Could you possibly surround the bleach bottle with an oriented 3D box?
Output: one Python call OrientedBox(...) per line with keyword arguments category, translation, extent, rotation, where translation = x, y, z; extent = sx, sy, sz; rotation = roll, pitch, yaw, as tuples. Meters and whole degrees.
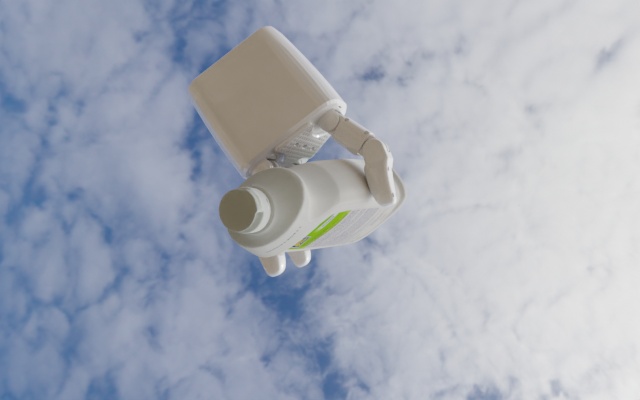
OrientedBox(category="bleach bottle", translation=(0.000, 0.001, 0.421), extent=(0.102, 0.068, 0.251), rotation=(-43, -15, 16))
